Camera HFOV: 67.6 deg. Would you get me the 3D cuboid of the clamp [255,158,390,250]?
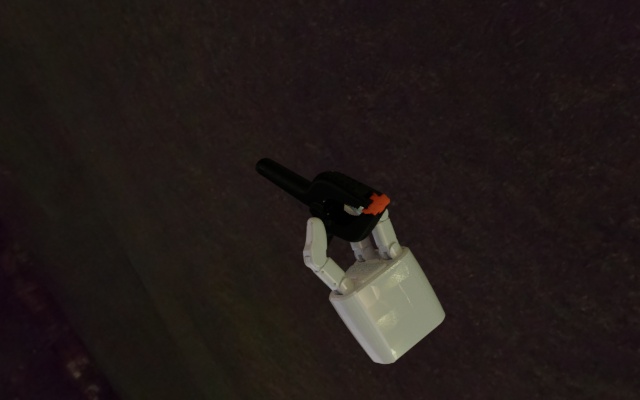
[{"bbox_3d":[0.000,0.003,0.591,0.036,0.164,0.210,-40,11,-29],"label":"clamp"}]
